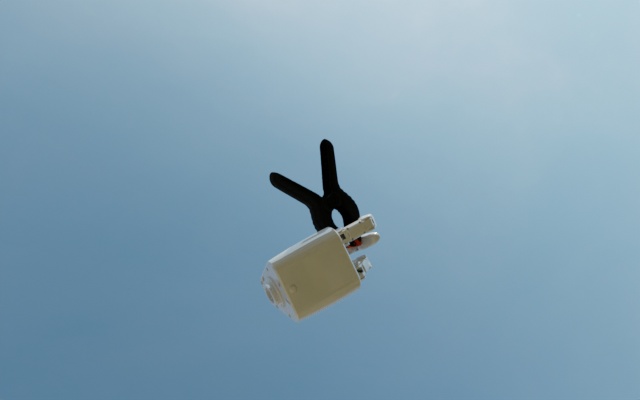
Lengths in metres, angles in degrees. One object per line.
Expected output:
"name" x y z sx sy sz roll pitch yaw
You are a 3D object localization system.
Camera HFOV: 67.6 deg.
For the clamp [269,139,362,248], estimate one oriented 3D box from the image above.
"clamp" 0.000 0.003 0.719 0.120 0.171 0.039 -26 1 -24
